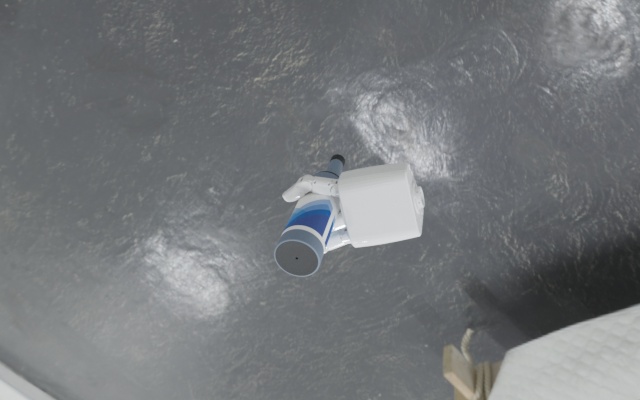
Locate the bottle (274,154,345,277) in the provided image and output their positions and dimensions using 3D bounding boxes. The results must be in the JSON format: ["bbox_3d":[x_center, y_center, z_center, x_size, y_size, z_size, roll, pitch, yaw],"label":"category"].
[{"bbox_3d":[0.000,0.003,0.780,0.069,0.069,0.295,0,32,15],"label":"bottle"}]
